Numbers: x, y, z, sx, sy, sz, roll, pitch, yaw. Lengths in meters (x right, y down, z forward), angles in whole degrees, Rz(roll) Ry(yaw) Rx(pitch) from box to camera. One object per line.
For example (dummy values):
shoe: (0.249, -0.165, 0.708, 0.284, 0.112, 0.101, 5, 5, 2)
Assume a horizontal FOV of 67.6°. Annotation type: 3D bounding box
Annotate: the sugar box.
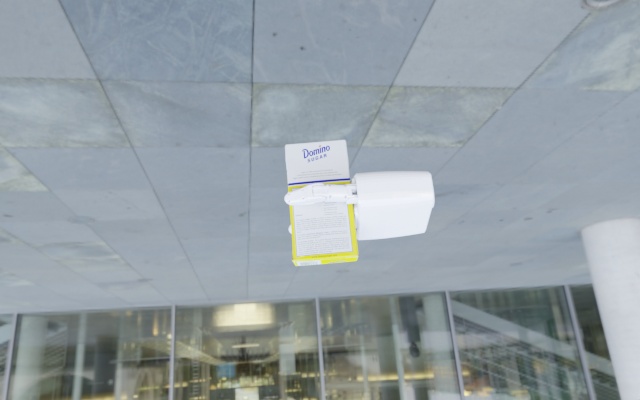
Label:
sugar box: (0.000, 0.003, 0.697, 0.093, 0.176, 0.048, -4, -19, 0)
